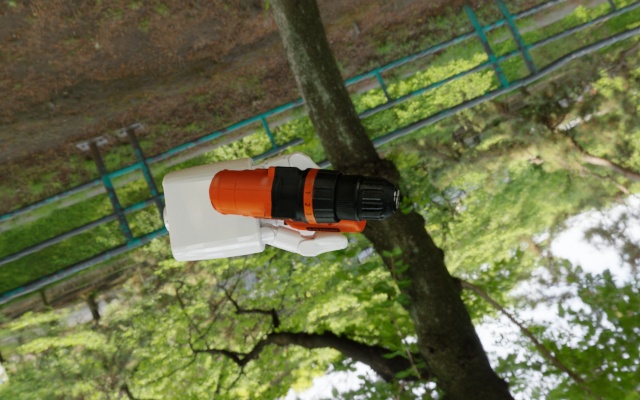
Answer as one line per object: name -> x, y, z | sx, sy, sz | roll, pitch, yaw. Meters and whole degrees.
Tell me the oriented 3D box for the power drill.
power drill -> 0.000, 0.002, 0.516 | 0.184, 0.057, 0.188 | 5, -7, 16
